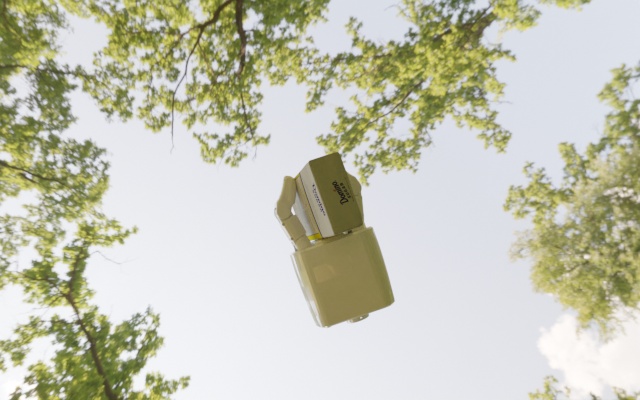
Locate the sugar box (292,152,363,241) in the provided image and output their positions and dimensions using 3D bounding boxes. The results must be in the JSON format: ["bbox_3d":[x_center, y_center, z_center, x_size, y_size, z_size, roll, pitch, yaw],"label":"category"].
[{"bbox_3d":[0.001,0.002,0.629,0.048,0.093,0.176,-19,-2,-17],"label":"sugar box"}]
